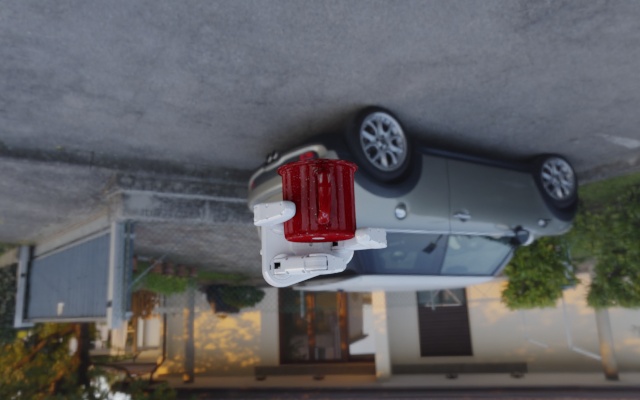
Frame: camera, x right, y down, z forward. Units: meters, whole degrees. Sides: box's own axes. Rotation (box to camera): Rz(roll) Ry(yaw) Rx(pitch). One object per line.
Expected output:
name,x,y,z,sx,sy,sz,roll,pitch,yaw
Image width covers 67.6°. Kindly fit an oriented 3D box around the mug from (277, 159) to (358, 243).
mug,0.000,0.002,0.527,0.093,0.081,0.117,-1,-11,-8
